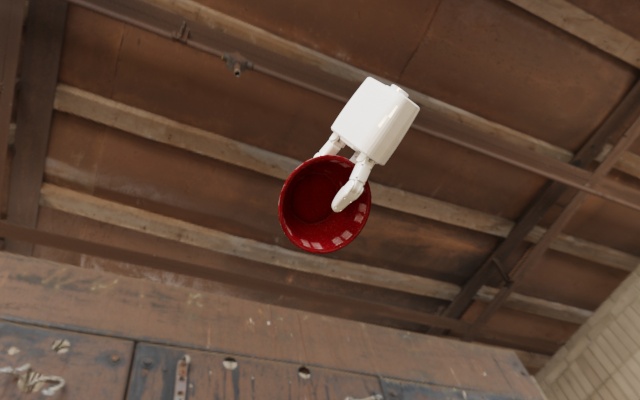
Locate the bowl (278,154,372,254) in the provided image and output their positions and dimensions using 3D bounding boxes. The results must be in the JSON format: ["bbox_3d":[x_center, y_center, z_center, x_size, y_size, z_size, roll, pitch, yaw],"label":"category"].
[{"bbox_3d":[-0.001,0.003,0.779,0.162,0.162,0.055,0,12,-24],"label":"bowl"}]
